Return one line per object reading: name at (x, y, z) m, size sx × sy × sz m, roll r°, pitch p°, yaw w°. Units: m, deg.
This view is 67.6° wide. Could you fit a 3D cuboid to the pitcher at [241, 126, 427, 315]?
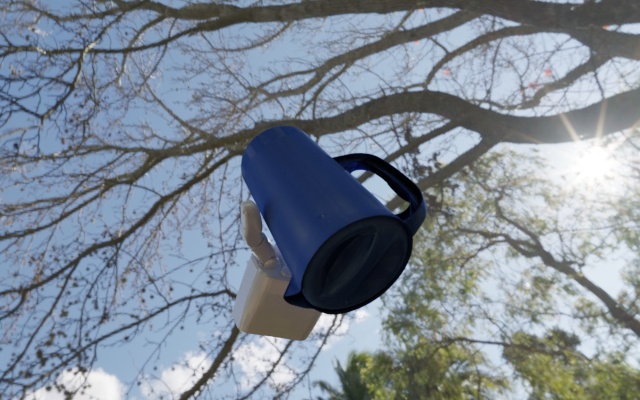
pitcher at (0.000, 0.002, 0.576) m, size 0.149 × 0.145 × 0.242 m, roll 2°, pitch 32°, yaw -33°
